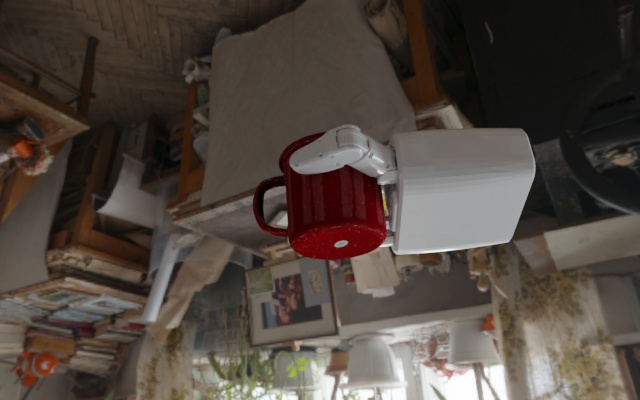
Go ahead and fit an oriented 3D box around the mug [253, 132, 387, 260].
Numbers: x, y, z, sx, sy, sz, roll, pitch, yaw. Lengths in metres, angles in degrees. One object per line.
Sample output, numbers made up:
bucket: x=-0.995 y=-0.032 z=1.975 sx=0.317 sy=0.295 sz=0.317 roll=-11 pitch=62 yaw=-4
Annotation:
mug: x=-0.001 y=0.002 z=0.408 sx=0.117 sy=0.081 sz=0.093 roll=-5 pitch=-26 yaw=1
